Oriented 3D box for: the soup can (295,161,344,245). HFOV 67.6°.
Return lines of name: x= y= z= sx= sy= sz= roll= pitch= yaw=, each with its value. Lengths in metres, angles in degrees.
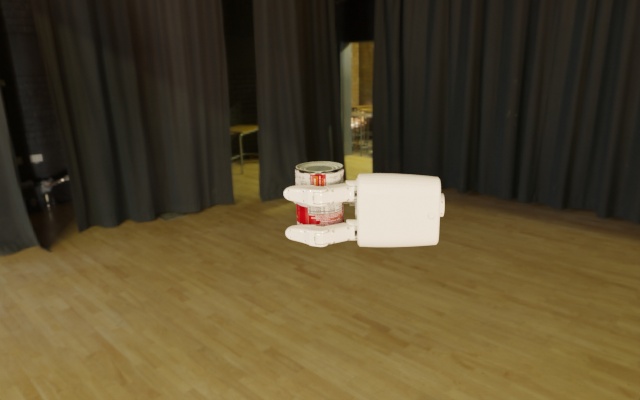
soup can: x=0.000 y=0.002 z=0.660 sx=0.068 sy=0.102 sz=0.068 roll=-1 pitch=16 yaw=0
